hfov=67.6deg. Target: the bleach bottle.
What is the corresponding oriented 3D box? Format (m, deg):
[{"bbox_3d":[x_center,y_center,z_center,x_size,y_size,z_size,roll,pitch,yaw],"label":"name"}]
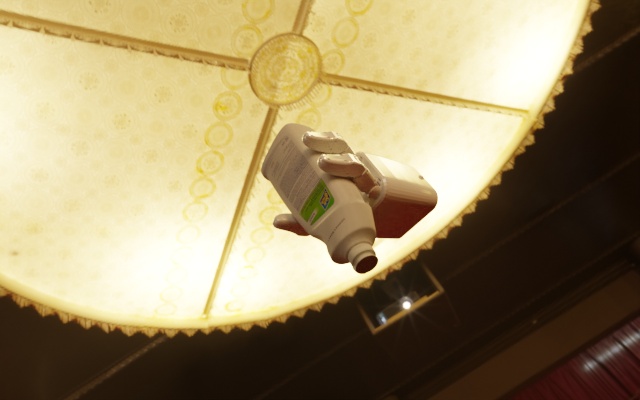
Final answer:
[{"bbox_3d":[0.000,0.002,0.613,0.068,0.103,0.250,10,32,-34],"label":"bleach bottle"}]
